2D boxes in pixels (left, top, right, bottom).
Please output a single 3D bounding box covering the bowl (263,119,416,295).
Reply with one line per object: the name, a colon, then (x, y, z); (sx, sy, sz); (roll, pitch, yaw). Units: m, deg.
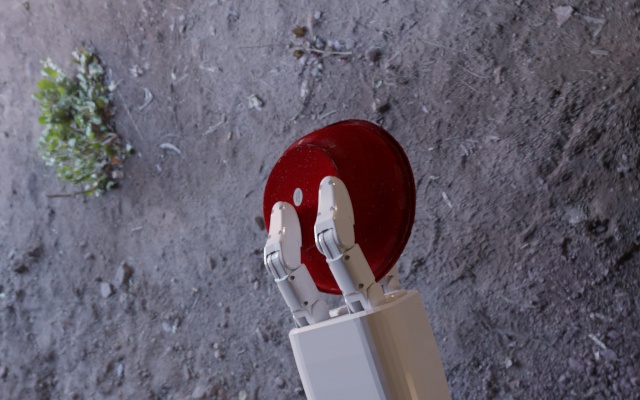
bowl: (-0.001, 0.000, 0.418); (0.162, 0.162, 0.055); (0, -8, 42)
